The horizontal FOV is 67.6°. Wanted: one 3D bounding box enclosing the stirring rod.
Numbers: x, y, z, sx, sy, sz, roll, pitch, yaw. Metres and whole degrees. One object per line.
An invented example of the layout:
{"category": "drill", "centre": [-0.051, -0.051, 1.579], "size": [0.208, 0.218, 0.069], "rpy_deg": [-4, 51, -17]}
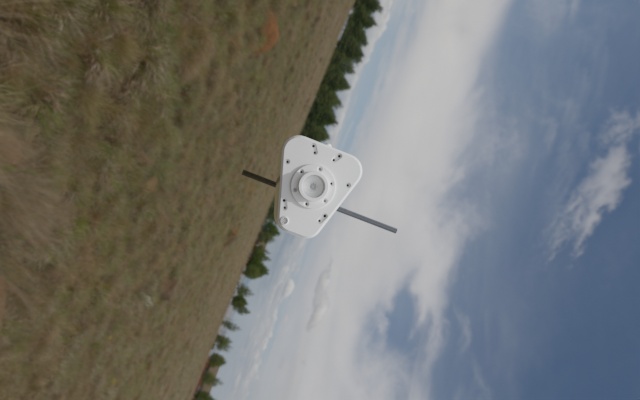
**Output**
{"category": "stirring rod", "centre": [0.000, 0.002, 0.695], "size": [0.239, 0.011, 0.011], "rpy_deg": [21, -2, -5]}
